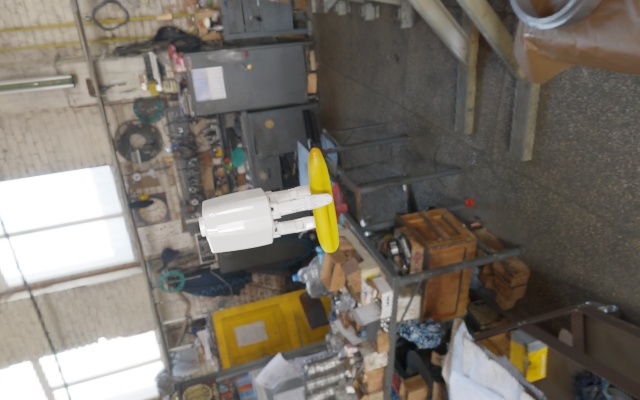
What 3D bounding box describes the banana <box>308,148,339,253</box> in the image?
[{"bbox_3d":[0.004,0.012,0.815,0.037,0.198,0.069,-11,20,-6],"label":"banana"}]
